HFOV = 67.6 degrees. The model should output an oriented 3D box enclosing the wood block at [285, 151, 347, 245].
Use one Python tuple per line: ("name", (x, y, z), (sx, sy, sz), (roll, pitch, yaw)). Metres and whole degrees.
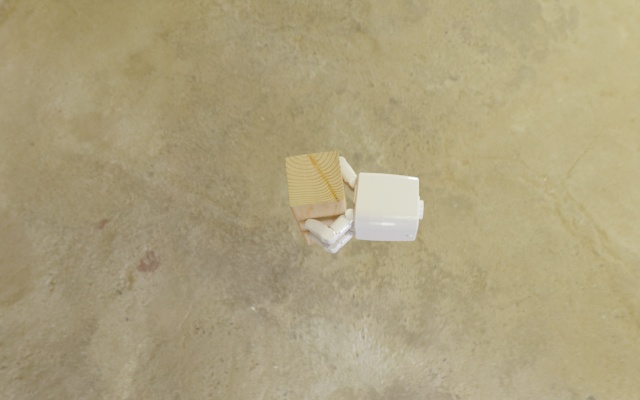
("wood block", (0.000, 0.002, 0.855), (0.090, 0.090, 0.206), (-8, -23, 3))
